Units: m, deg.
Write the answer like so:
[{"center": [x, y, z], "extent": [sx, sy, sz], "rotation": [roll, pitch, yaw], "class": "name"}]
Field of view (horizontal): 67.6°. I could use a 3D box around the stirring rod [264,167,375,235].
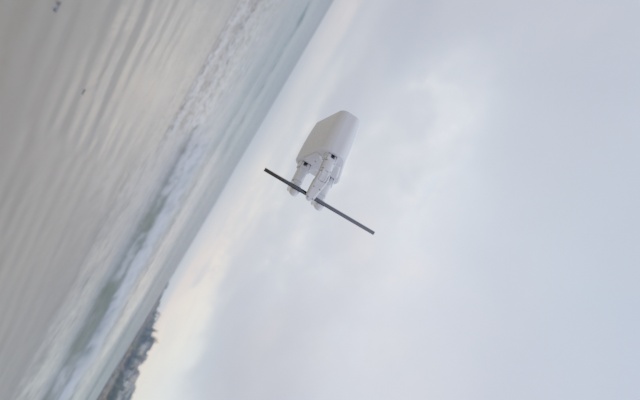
[{"center": [0.000, 0.003, 0.890], "extent": [0.239, 0.011, 0.011], "rotation": [30, -6, -11], "class": "stirring rod"}]
